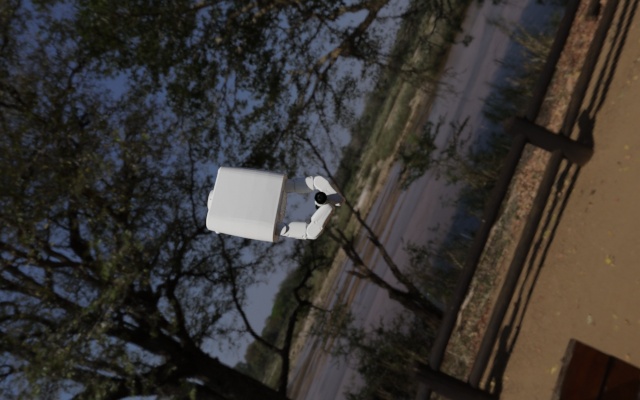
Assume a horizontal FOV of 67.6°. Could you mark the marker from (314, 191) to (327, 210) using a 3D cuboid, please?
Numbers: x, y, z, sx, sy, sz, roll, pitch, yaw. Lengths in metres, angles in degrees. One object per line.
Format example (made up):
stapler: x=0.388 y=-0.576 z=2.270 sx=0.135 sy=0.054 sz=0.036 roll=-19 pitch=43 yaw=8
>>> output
marker: x=0.000 y=0.002 z=0.750 sx=0.020 sy=0.020 sz=0.121 roll=0 pitch=-7 yaw=0
